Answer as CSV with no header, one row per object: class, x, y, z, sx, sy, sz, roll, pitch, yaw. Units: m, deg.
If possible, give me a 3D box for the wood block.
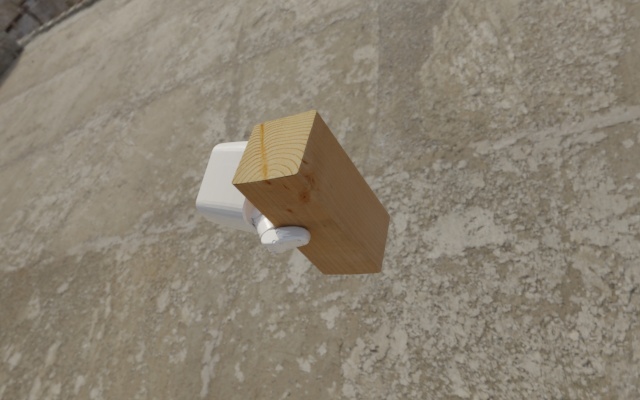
wood block,0.000,0.002,0.578,0.090,0.090,0.206,-7,-39,32
